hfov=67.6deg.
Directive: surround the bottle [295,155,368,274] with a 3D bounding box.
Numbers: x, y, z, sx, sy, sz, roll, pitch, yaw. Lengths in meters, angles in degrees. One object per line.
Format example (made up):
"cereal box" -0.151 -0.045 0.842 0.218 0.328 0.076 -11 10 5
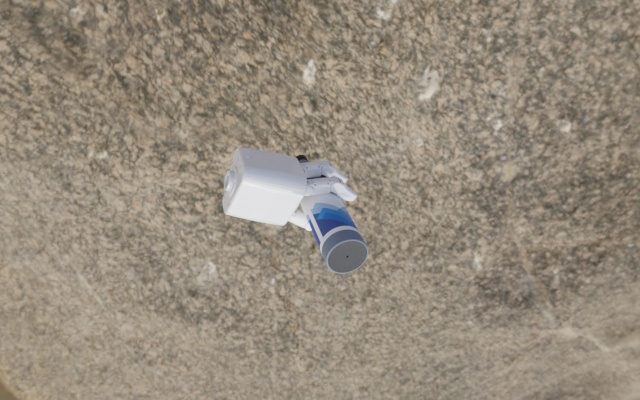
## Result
"bottle" 0.000 0.003 0.824 0.069 0.069 0.295 0 34 -19
